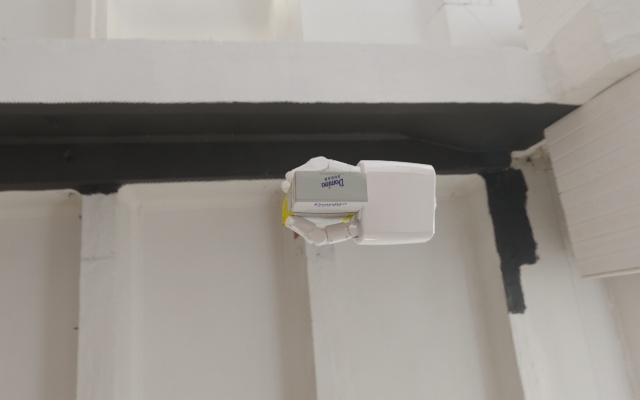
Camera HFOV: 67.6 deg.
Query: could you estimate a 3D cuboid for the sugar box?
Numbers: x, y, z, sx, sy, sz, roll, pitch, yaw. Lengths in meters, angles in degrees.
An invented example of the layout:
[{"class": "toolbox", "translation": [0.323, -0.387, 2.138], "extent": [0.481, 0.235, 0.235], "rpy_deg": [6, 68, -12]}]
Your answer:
[{"class": "sugar box", "translation": [0.000, 0.002, 0.663], "extent": [0.093, 0.048, 0.176], "rpy_deg": [0, -16, -10]}]
